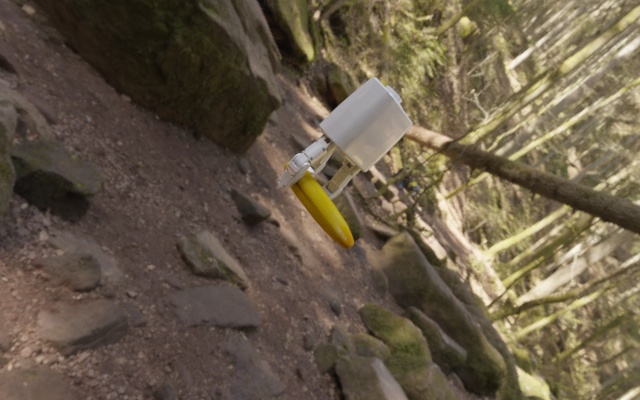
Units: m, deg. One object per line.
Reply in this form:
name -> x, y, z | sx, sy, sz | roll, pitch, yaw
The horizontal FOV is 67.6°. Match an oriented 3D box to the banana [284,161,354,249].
banana -> -0.011, -0.008, 0.717 | 0.070, 0.037, 0.197 | 40, 10, -47
